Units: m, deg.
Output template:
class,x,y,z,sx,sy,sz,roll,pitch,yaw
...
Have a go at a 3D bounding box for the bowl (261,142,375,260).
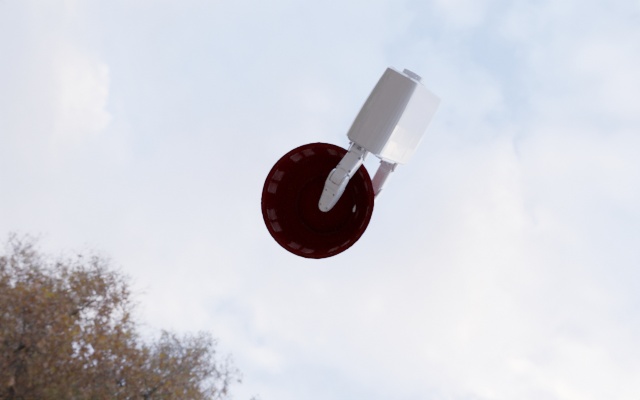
class,x,y,z,sx,sy,sz,roll,pitch,yaw
bowl,-0.001,0.003,0.675,0.162,0.162,0.055,0,-7,15
